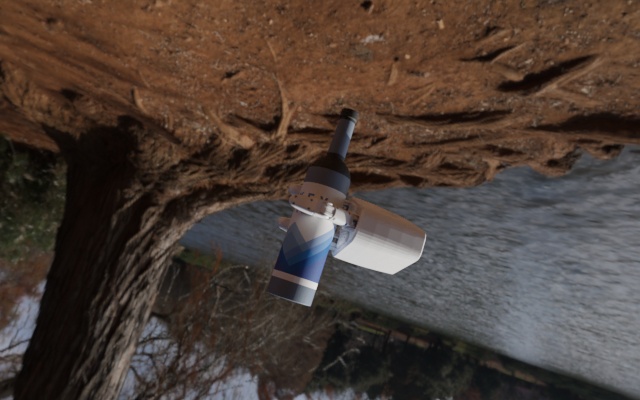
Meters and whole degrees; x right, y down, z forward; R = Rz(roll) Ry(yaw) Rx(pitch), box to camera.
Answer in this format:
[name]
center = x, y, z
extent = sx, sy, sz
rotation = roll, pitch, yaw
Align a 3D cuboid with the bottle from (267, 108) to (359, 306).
[bottle]
center = 0.000, 0.003, 0.703
extent = 0.069, 0.295, 0.069
rotation = 18, -10, 3
